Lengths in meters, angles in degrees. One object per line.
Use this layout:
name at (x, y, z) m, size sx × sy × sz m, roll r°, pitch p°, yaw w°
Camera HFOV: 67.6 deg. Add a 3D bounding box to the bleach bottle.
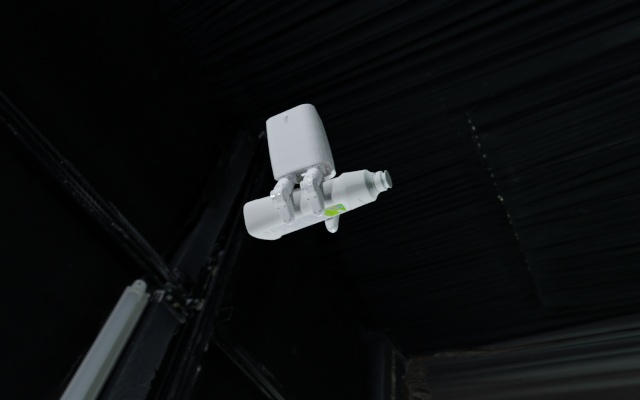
bleach bottle at (0.000, 0.003, 0.798) m, size 0.251 × 0.068 × 0.102 m, roll -18°, pitch -14°, yaw 24°
